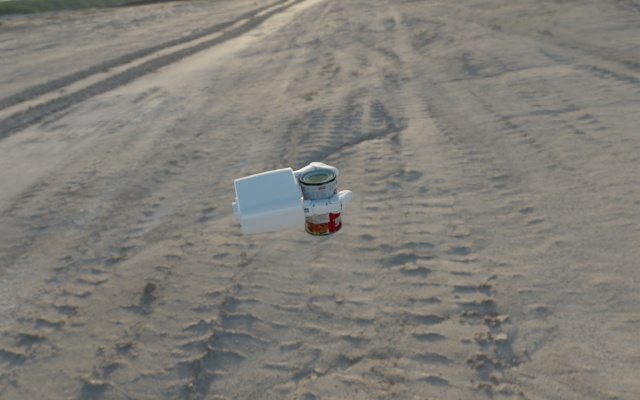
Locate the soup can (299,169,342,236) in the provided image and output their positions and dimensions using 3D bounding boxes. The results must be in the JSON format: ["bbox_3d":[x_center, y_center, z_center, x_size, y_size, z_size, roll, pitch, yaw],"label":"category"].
[{"bbox_3d":[0.001,0.002,0.851,0.068,0.102,0.068,-6,25,3],"label":"soup can"}]
